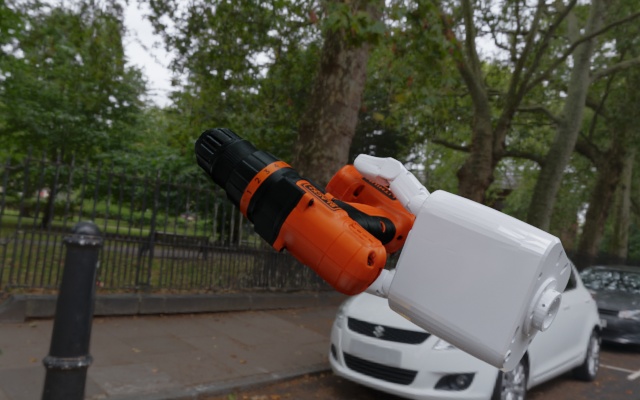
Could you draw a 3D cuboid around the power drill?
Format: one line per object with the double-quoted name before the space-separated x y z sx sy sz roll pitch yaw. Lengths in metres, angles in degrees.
"power drill" 0.001 0.001 0.425 0.184 0.057 0.187 40 19 21
